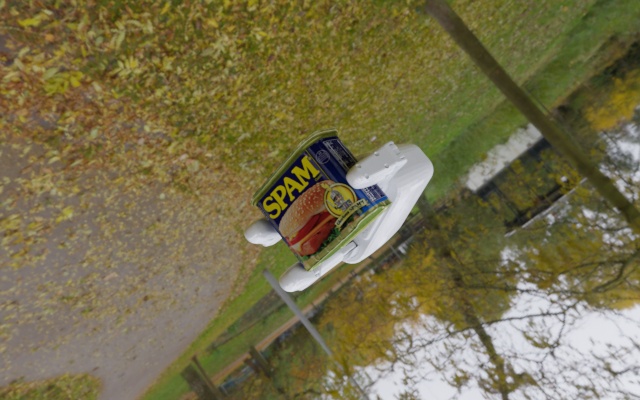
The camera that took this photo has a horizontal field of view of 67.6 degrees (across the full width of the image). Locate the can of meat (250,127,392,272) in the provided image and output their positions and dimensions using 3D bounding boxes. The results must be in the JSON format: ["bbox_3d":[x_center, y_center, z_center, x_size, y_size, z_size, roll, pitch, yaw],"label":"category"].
[{"bbox_3d":[0.000,0.002,0.422,0.102,0.084,0.057,-45,-12,31],"label":"can of meat"}]
